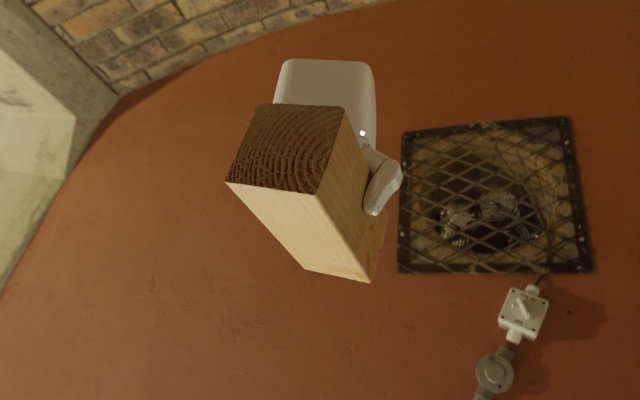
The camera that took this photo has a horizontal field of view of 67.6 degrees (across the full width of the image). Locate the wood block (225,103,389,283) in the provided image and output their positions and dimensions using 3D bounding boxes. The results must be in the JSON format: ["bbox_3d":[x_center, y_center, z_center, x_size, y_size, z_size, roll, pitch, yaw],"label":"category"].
[{"bbox_3d":[0.001,0.001,0.492,0.091,0.090,0.206,8,-26,24],"label":"wood block"}]
